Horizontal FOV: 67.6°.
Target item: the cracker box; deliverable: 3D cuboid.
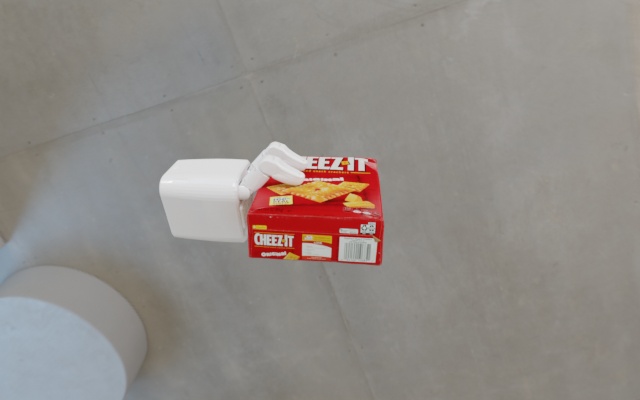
[{"bbox_3d":[0.000,0.002,0.658,0.164,0.072,0.213,3,25,3],"label":"cracker box"}]
